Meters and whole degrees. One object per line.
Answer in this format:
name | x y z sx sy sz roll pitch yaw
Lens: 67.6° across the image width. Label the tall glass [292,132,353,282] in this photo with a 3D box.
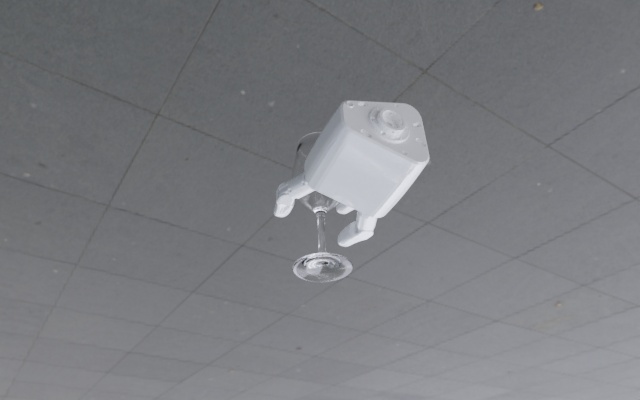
tall glass | 0.000 0.003 0.641 0.079 0.201 0.079 -1 -35 -1
